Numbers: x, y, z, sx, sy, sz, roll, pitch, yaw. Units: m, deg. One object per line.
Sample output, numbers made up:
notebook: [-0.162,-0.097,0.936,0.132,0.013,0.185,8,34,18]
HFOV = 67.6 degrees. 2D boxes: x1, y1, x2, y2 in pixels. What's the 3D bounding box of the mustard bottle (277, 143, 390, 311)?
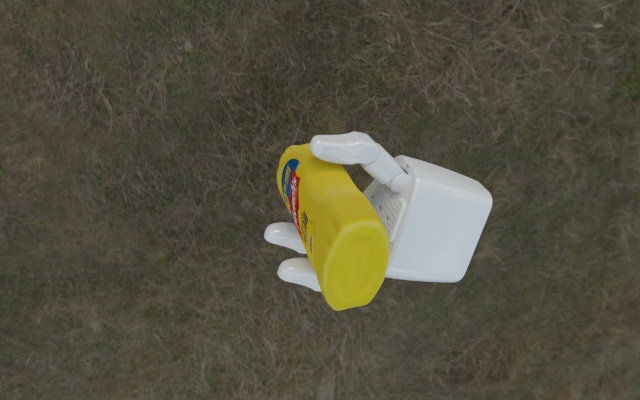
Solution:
mustard bottle: [0.000,0.002,0.444,0.058,0.096,0.191,-10,38,-15]
